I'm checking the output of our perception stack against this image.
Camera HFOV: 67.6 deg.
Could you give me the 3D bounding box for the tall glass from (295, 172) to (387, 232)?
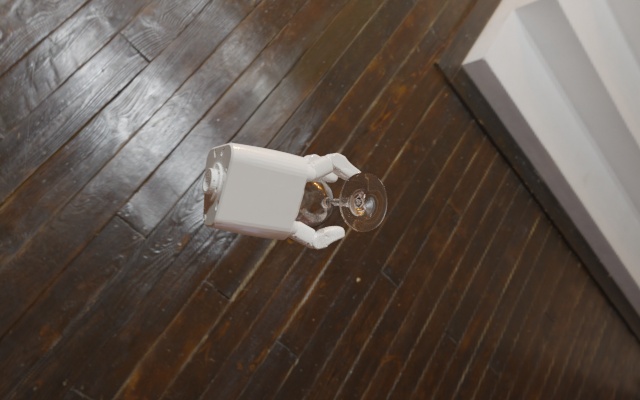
[{"bbox_3d":[0.001,0.002,0.672,0.079,0.079,0.201,0,0,-33],"label":"tall glass"}]
